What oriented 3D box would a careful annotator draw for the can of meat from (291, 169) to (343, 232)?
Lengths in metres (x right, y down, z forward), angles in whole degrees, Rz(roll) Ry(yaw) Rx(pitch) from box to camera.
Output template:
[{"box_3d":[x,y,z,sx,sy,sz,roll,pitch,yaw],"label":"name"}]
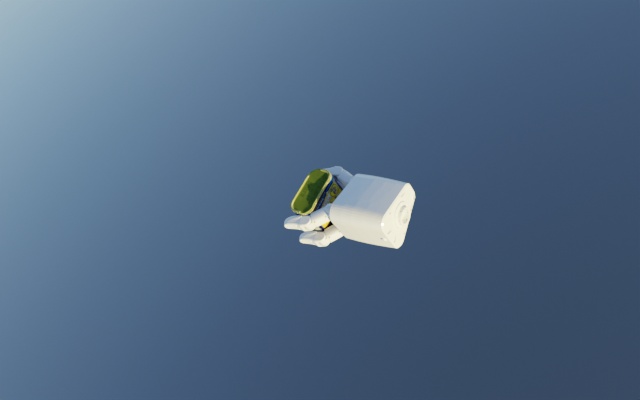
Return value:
[{"box_3d":[0.000,0.003,0.890,0.057,0.102,0.084,16,-22,38],"label":"can of meat"}]
